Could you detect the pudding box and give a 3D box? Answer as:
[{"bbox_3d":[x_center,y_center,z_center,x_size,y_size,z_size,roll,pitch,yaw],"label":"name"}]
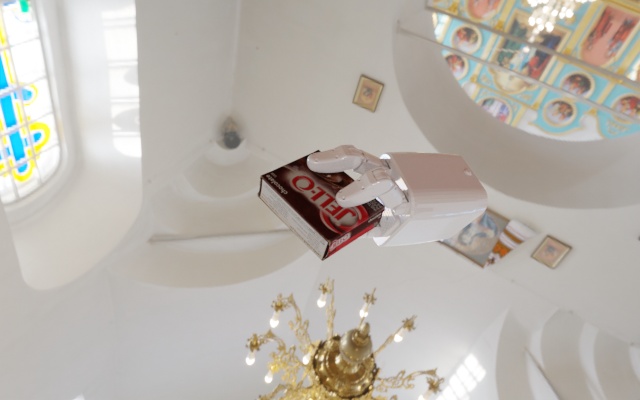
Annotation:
[{"bbox_3d":[0.000,0.002,0.527,0.090,0.039,0.113,-28,58,-38],"label":"pudding box"}]
